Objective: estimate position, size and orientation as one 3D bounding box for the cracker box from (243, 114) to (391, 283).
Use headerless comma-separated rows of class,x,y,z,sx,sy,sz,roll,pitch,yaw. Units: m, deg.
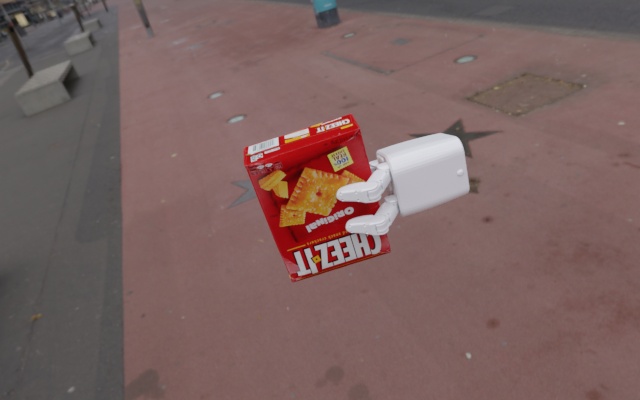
cracker box,0.000,0.002,0.700,0.164,0.214,0.072,-17,29,2
